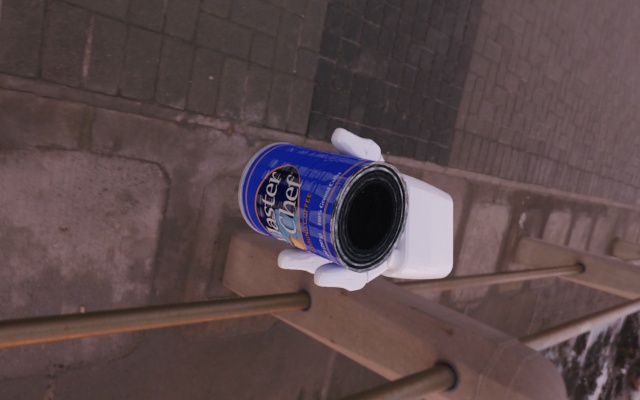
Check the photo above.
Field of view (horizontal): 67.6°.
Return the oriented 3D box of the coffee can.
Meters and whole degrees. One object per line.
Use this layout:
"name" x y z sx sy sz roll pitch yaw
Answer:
"coffee can" 0.000 0.001 0.473 0.103 0.103 0.140 0 12 -44
